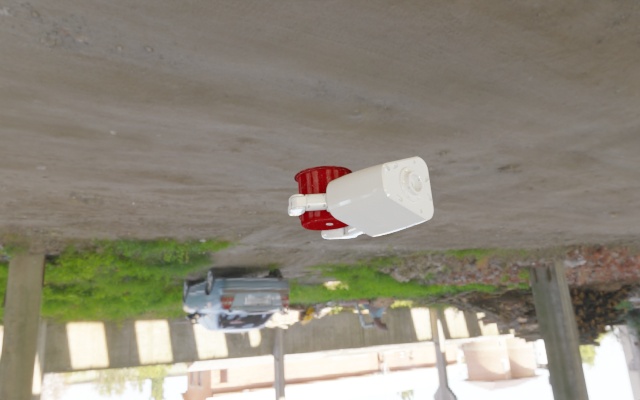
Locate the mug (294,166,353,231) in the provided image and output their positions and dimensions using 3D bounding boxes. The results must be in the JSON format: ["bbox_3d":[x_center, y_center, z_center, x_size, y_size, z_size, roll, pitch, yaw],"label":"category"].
[{"bbox_3d":[-0.001,0.003,0.752,0.093,0.081,0.117,9,-20,-40],"label":"mug"}]
